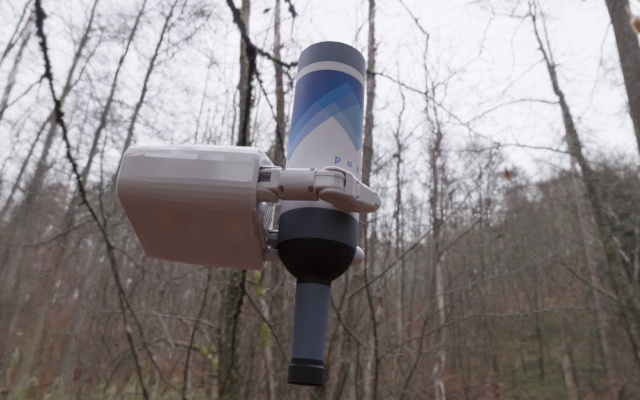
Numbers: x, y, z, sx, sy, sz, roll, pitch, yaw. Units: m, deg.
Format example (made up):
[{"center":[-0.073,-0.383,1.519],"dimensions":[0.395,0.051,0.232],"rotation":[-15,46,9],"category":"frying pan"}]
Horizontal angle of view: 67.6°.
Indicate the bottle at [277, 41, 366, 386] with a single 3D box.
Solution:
[{"center":[0.000,0.001,0.410],"dimensions":[0.069,0.295,0.069],"rotation":[4,-23,2],"category":"bottle"}]
